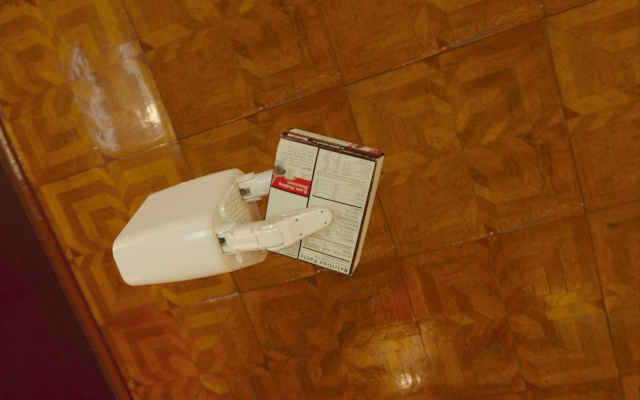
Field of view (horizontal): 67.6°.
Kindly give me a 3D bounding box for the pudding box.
[{"bbox_3d":[0.000,0.001,0.423,0.090,0.113,0.039,15,21,10],"label":"pudding box"}]
